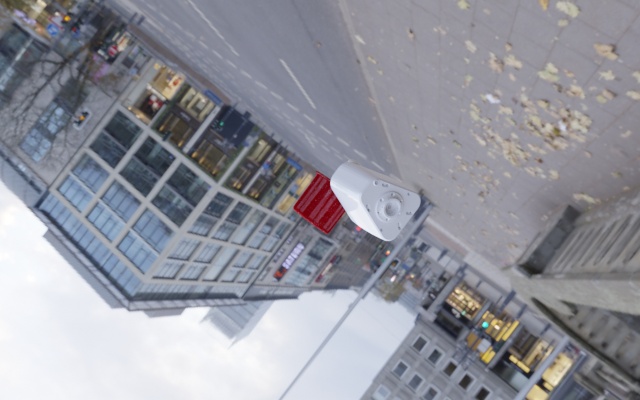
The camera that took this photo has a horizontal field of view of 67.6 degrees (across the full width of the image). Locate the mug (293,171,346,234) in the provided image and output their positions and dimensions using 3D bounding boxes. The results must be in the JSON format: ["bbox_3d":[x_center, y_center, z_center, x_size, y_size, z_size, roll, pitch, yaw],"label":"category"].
[{"bbox_3d":[-0.001,0.003,0.876,0.093,0.081,0.117,37,-2,-27],"label":"mug"}]
